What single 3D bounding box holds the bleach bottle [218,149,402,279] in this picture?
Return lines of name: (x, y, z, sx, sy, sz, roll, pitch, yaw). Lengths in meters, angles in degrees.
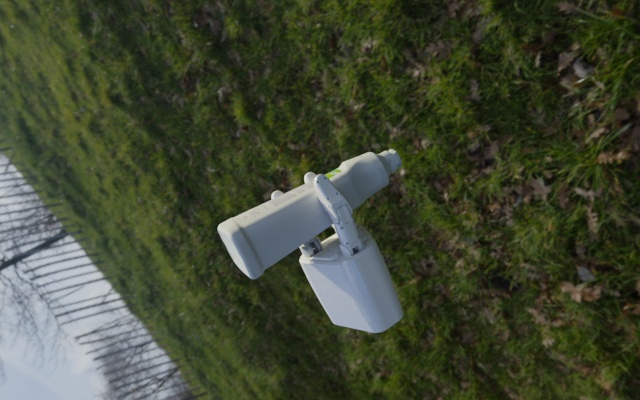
bleach bottle: (0.000, 0.002, 0.601, 0.251, 0.068, 0.102, -29, 15, -17)
